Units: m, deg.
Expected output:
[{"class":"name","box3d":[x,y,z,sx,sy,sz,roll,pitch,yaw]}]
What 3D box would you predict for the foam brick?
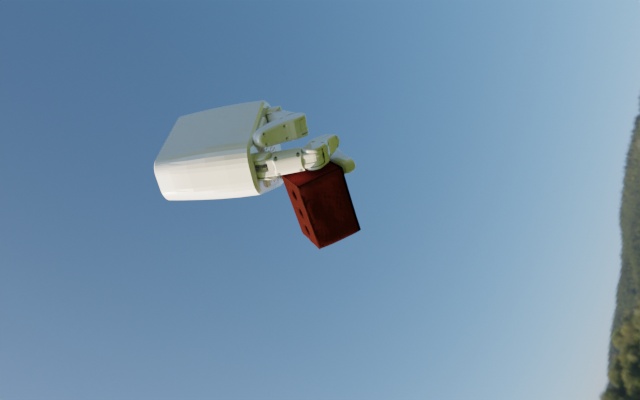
[{"class":"foam brick","box3d":[0.000,0.002,0.505,0.051,0.078,0.053,-26,26,-15]}]
